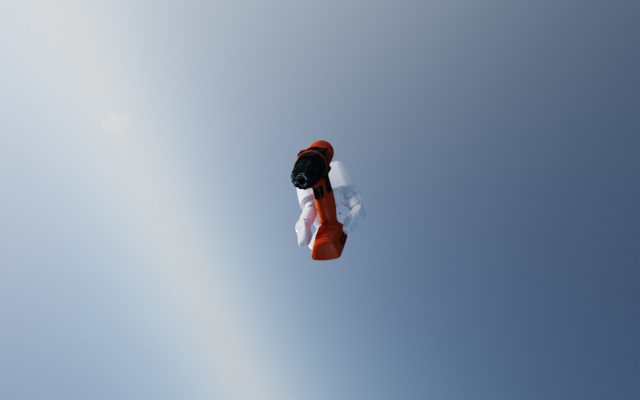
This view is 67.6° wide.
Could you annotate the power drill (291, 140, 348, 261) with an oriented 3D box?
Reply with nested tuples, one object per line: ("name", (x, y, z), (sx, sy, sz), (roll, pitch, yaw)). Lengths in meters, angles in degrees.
("power drill", (0.000, 0.003, 0.807), (0.057, 0.188, 0.184), (-4, 20, 14))
